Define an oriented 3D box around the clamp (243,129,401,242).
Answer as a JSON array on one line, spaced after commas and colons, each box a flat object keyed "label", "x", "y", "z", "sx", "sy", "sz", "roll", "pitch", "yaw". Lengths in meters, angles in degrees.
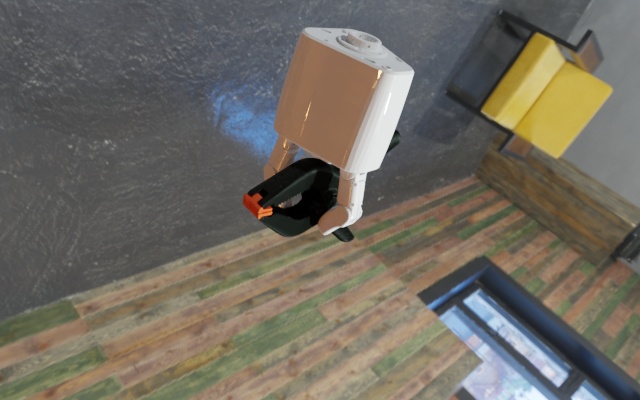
[{"label": "clamp", "x": 0.000, "y": 0.002, "z": 0.544, "sx": 0.210, "sy": 0.165, "sz": 0.036, "roll": -17, "pitch": 45, "yaw": -43}]
